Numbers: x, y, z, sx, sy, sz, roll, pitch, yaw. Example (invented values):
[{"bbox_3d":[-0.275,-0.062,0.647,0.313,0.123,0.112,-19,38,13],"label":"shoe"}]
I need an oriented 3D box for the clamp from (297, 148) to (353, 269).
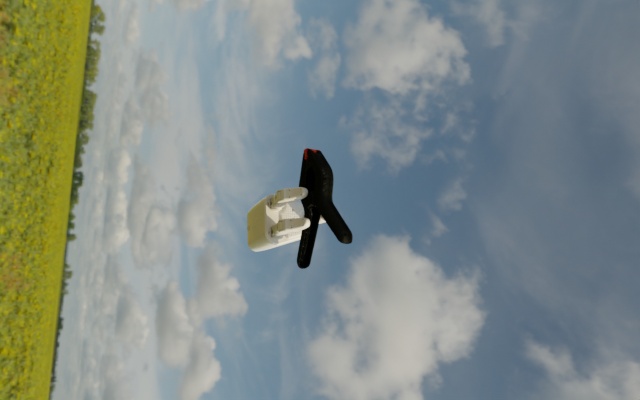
[{"bbox_3d":[0.001,0.002,0.822,0.036,0.210,0.164,6,-18,-30],"label":"clamp"}]
